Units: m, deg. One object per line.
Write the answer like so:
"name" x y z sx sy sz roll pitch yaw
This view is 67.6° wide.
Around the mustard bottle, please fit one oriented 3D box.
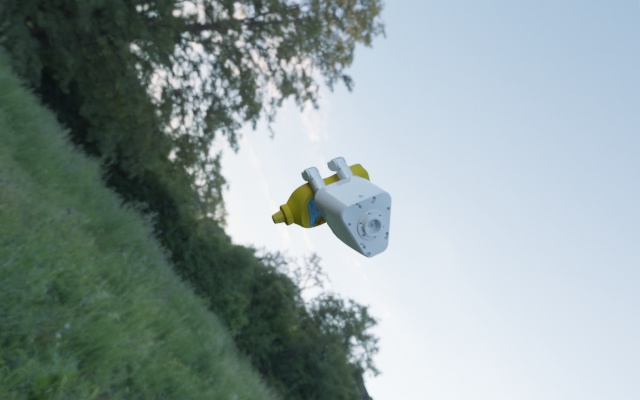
"mustard bottle" 0.000 0.003 0.890 0.191 0.096 0.058 -21 47 -16
